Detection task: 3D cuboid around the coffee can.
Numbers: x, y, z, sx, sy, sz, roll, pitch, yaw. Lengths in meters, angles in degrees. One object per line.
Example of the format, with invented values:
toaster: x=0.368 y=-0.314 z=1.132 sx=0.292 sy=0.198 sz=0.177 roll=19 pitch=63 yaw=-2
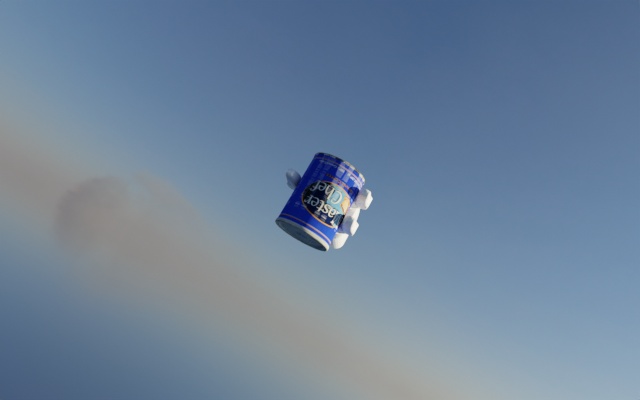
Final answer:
coffee can: x=0.000 y=0.003 z=0.831 sx=0.103 sy=0.140 sz=0.103 roll=28 pitch=-15 yaw=8
